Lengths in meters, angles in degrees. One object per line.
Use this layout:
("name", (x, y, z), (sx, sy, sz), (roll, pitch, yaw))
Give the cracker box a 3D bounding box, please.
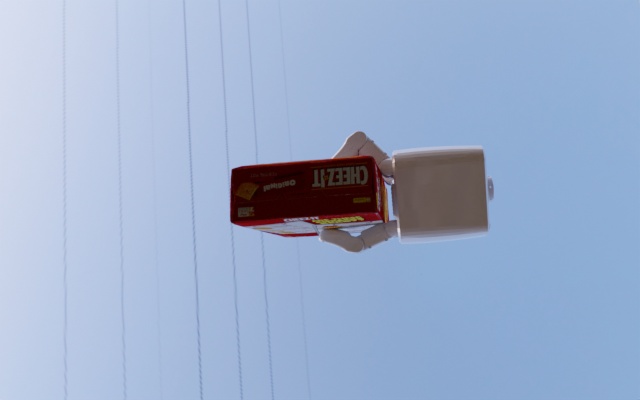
("cracker box", (0.000, 0.002, 0.613), (0.164, 0.072, 0.214), (-5, -10, 11))
